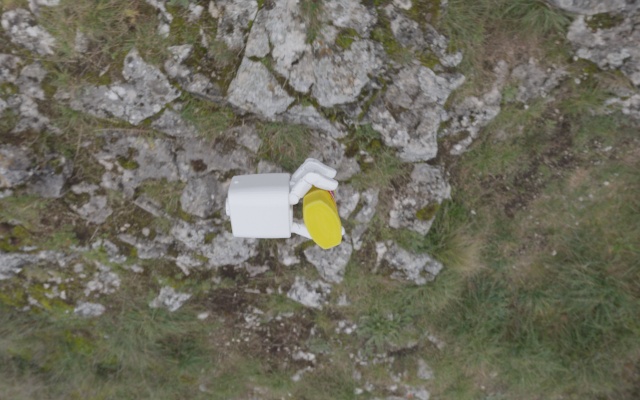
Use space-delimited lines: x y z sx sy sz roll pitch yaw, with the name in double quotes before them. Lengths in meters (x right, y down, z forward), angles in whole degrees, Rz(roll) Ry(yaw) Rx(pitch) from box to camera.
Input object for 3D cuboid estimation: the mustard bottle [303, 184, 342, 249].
"mustard bottle" 0.000 0.003 0.881 0.058 0.096 0.191 -23 24 8
